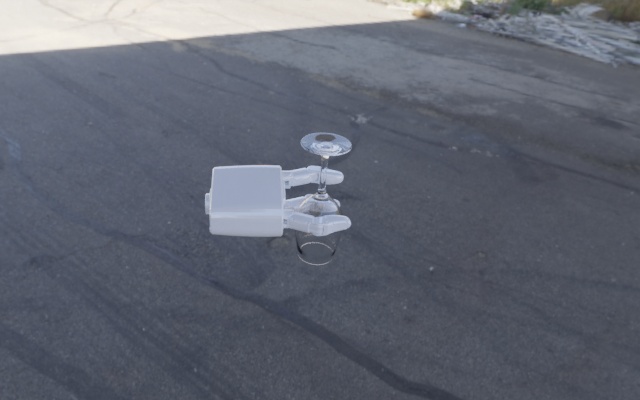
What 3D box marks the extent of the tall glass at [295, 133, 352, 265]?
[{"bbox_3d":[0.000,0.002,0.737,0.079,0.201,0.079,4,31,-2],"label":"tall glass"}]
